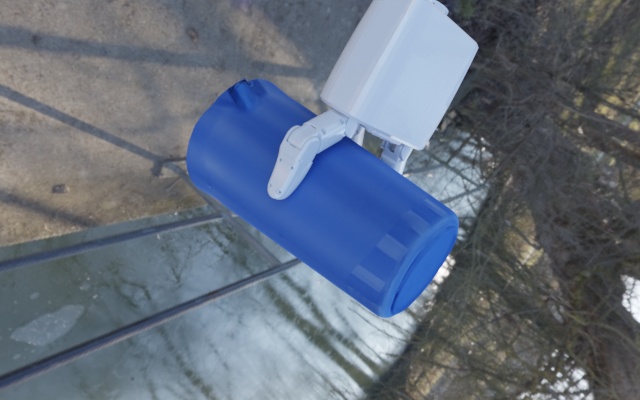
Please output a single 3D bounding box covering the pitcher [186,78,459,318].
[{"bbox_3d":[0.000,0.001,0.456,0.242,0.145,0.149,36,16,26],"label":"pitcher"}]
